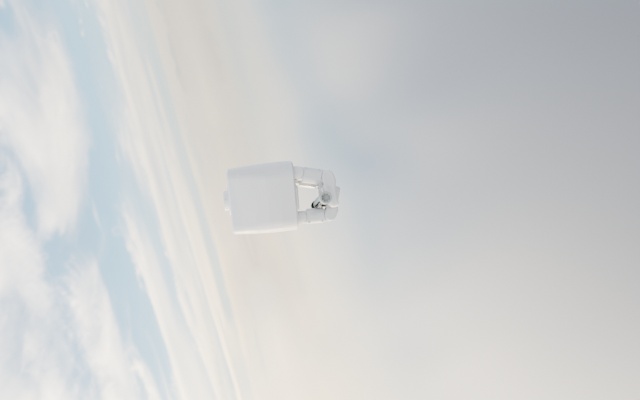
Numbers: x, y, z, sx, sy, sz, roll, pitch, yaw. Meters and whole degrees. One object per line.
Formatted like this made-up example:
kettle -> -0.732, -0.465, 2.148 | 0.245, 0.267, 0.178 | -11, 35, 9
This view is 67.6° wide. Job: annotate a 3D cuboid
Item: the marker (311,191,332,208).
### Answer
marker -> 0.000, 0.003, 0.773 | 0.020, 0.020, 0.121 | 0, -7, -8
